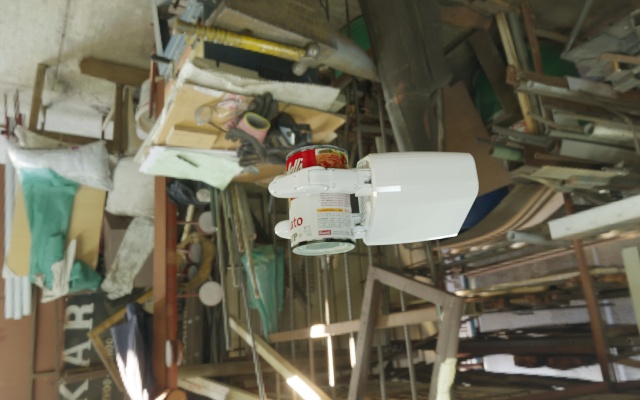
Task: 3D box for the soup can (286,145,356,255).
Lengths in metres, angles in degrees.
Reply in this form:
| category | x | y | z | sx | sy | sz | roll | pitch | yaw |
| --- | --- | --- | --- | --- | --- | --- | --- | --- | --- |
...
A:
| category | x | y | z | sx | sy | sz | roll | pitch | yaw |
| --- | --- | --- | --- | --- | --- | --- | --- | --- | --- |
| soup can | 0.000 | 0.002 | 0.503 | 0.068 | 0.102 | 0.068 | -4 | -17 | -1 |
